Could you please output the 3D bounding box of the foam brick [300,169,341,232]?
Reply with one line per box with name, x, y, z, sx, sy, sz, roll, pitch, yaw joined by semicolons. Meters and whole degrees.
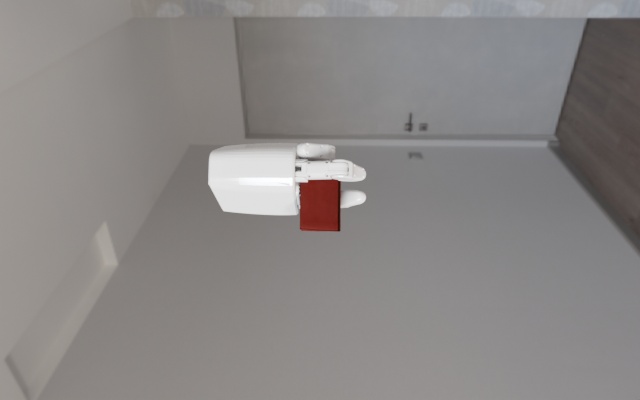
foam brick;0.000;0.002;0.620;0.051;0.078;0.053;1;-6;0
